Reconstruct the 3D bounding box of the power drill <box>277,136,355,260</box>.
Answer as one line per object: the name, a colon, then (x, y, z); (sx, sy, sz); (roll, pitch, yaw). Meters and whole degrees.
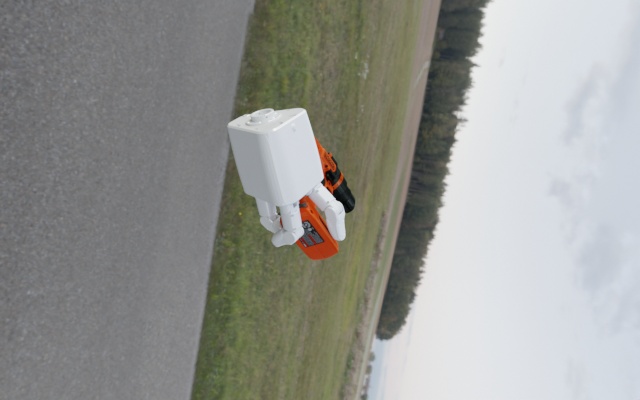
power drill: (0.000, 0.003, 0.779); (0.057, 0.187, 0.184); (-22, -53, 24)
